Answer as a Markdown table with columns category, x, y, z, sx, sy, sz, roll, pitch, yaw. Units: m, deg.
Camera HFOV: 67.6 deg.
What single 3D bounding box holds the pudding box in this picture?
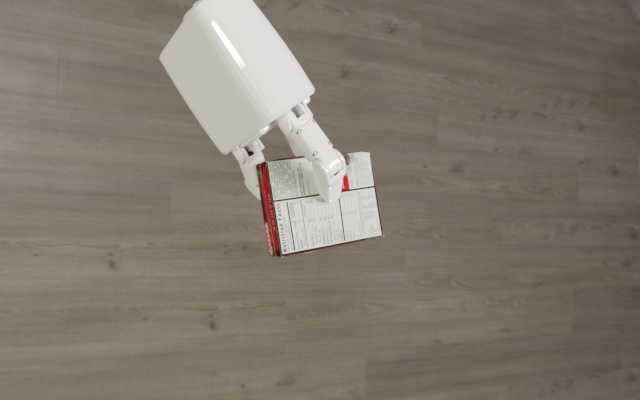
| category | x | y | z | sx | sy | sz | roll | pitch | yaw |
| --- | --- | --- | --- | --- | --- | --- | --- | --- | --- |
| pudding box | 0.000 | 0.001 | 0.460 | 0.113 | 0.090 | 0.039 | -8 | 0 | -22 |
